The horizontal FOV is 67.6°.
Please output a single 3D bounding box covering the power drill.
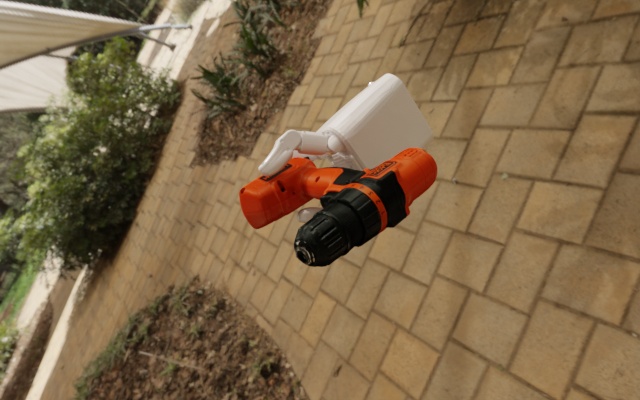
[{"bbox_3d":[0.000,0.001,0.488,0.187,0.057,0.184,5,29,46],"label":"power drill"}]
